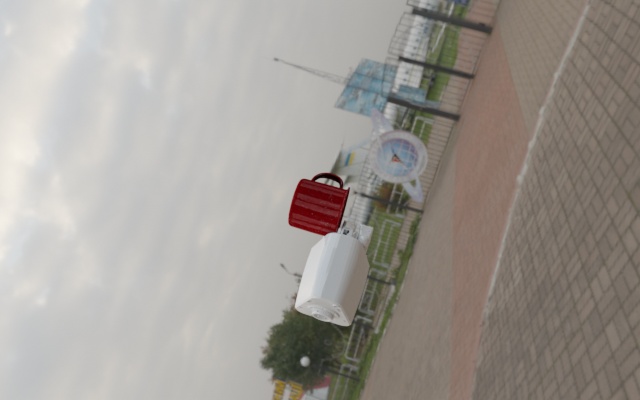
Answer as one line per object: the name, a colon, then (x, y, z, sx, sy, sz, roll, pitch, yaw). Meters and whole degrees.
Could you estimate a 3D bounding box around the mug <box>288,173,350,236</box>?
mug: (0.000, 0.001, 0.778, 0.081, 0.117, 0.093, 16, -29, 5)
